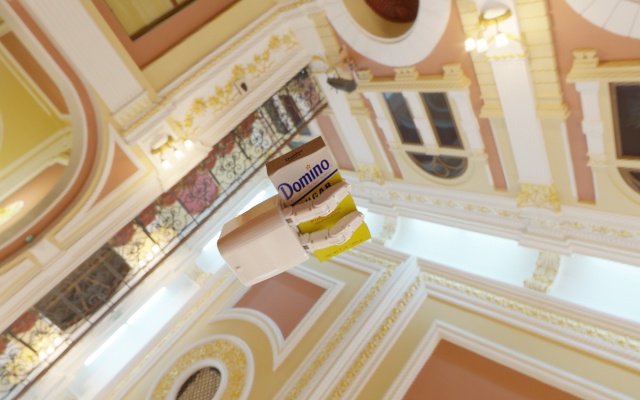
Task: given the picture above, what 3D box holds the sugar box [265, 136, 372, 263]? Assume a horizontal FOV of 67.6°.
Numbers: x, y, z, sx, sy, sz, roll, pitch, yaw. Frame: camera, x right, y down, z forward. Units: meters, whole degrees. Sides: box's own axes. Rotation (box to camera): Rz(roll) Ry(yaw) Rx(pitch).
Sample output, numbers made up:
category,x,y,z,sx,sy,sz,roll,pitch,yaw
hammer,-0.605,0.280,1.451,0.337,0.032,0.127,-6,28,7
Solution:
category,x,y,z,sx,sy,sz,roll,pitch,yaw
sugar box,0.000,0.003,0.707,0.093,0.176,0.048,-27,33,4
